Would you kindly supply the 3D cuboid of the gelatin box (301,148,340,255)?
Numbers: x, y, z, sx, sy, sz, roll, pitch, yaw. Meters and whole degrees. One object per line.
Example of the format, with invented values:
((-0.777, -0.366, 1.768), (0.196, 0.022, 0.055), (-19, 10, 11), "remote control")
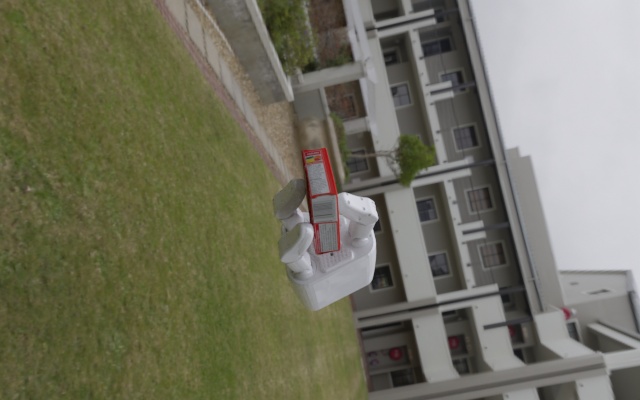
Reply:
((0.001, 0.001, 0.504), (0.030, 0.073, 0.089), (-8, -44, -3), "gelatin box")
